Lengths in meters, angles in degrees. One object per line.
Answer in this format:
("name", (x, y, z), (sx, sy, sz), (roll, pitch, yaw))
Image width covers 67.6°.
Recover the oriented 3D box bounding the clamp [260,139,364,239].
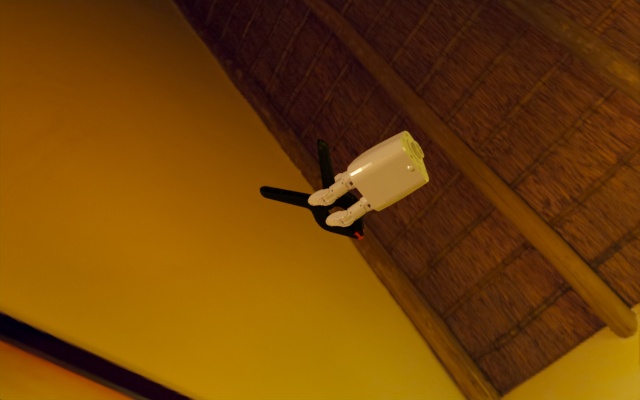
("clamp", (0.001, 0.003, 0.894), (0.164, 0.210, 0.036), (-29, 25, 25))
